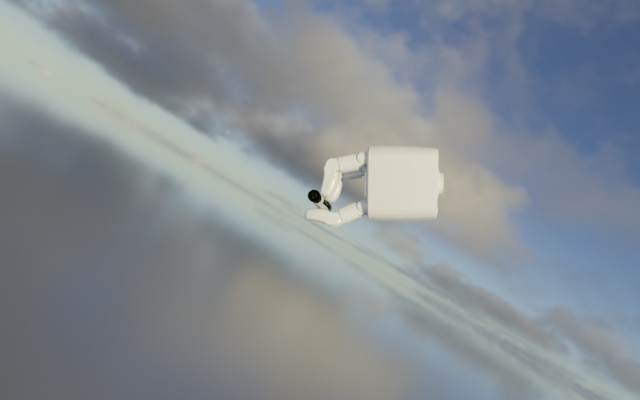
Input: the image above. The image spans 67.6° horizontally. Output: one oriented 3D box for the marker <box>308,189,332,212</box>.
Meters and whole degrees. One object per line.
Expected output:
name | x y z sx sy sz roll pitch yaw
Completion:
marker | 0.000 0.002 0.750 0.020 0.020 0.121 0 -10 10
